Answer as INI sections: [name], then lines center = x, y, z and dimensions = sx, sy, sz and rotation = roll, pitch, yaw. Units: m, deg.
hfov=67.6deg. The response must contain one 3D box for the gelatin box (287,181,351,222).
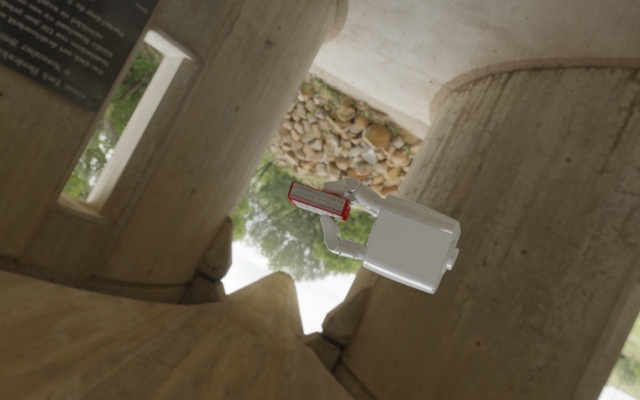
[gelatin box]
center = 0.000, 0.003, 0.721
dimensions = 0.089, 0.030, 0.073
rotation = 18, -7, 8
